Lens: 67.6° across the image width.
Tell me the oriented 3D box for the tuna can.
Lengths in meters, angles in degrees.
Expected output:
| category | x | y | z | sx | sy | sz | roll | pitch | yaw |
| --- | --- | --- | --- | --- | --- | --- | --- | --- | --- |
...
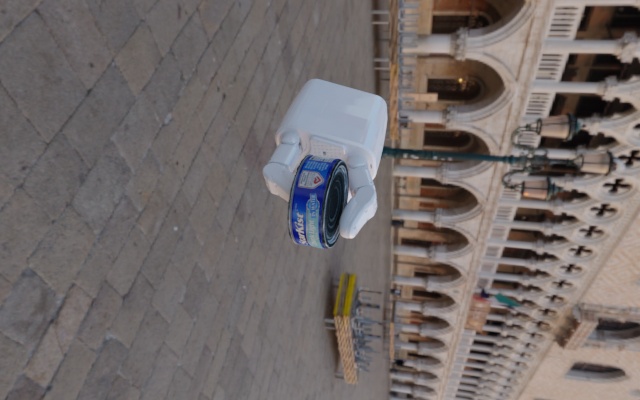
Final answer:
| category | x | y | z | sx | sy | sz | roll | pitch | yaw |
| --- | --- | --- | --- | --- | --- | --- | --- | --- | --- |
| tuna can | 0.001 | 0.002 | 0.446 | 0.034 | 0.086 | 0.086 | 9 | 2 | 16 |
